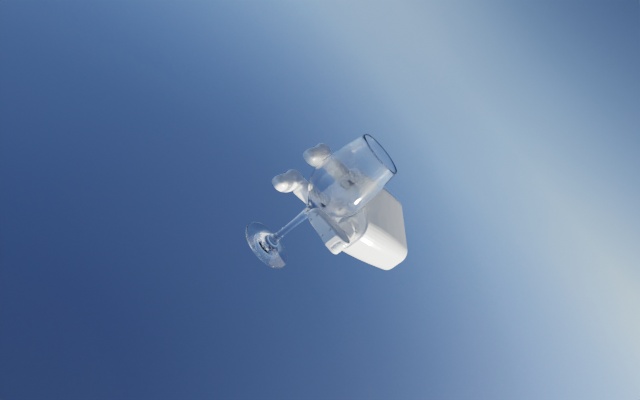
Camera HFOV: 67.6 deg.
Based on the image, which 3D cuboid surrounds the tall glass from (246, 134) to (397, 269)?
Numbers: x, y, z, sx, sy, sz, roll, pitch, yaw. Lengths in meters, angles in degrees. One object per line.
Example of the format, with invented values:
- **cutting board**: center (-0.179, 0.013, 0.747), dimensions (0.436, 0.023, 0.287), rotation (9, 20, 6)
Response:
- **tall glass**: center (0.000, 0.002, 0.606), dimensions (0.201, 0.079, 0.079), rotation (-39, -16, 21)
